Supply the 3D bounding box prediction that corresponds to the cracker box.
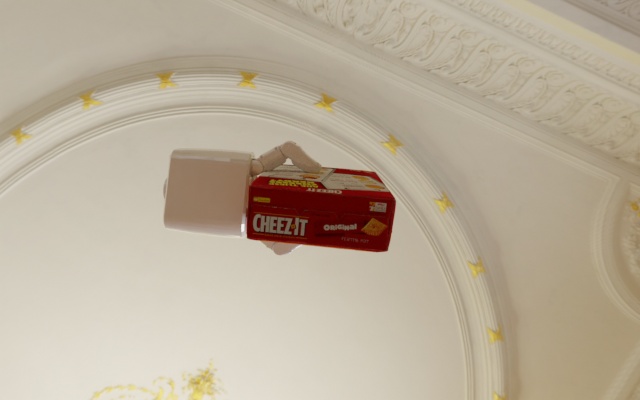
[{"bbox_3d":[0.000,0.002,0.628,0.164,0.072,0.213,5,11,0],"label":"cracker box"}]
